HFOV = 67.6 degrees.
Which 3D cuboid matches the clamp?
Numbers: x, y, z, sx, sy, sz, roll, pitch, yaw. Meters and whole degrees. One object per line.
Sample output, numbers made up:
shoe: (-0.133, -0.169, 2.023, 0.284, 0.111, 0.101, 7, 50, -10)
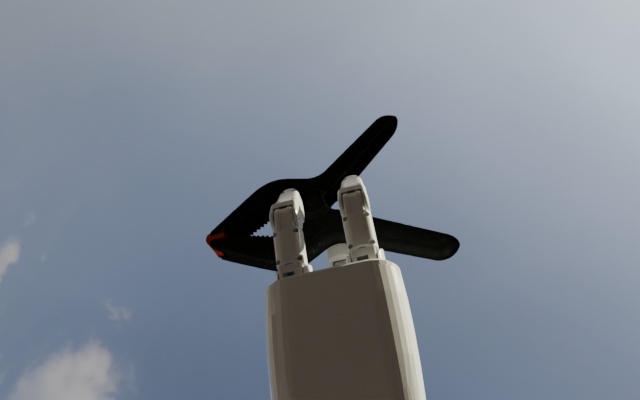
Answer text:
clamp: (0.000, 0.002, 0.433, 0.210, 0.164, 0.036, -13, -40, 7)
